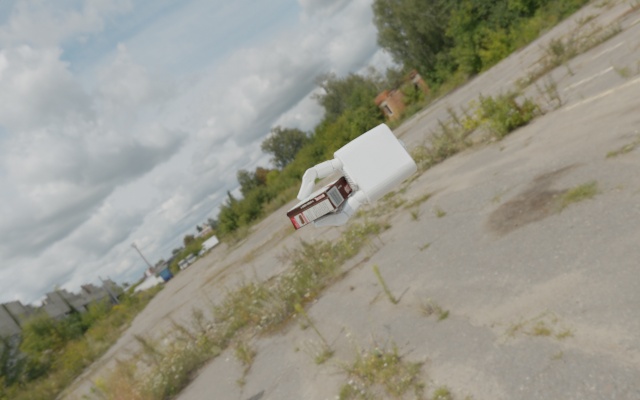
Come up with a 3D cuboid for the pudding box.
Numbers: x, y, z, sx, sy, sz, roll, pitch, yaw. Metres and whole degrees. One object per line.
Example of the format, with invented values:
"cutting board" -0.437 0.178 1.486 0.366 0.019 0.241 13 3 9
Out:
"pudding box" 0.000 0.003 0.853 0.090 0.039 0.113 -30 4 24
